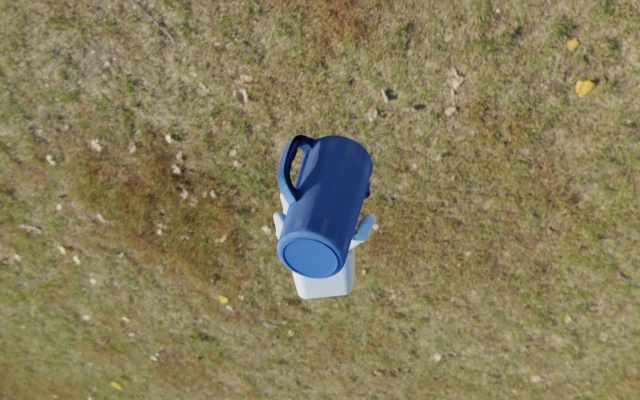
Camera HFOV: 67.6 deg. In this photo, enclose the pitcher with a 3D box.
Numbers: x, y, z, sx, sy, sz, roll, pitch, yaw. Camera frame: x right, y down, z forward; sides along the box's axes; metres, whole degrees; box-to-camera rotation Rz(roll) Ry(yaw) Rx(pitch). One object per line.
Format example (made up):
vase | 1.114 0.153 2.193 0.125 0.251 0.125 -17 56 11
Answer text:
pitcher | 0.000 0.003 0.807 0.149 0.145 0.242 6 43 10
